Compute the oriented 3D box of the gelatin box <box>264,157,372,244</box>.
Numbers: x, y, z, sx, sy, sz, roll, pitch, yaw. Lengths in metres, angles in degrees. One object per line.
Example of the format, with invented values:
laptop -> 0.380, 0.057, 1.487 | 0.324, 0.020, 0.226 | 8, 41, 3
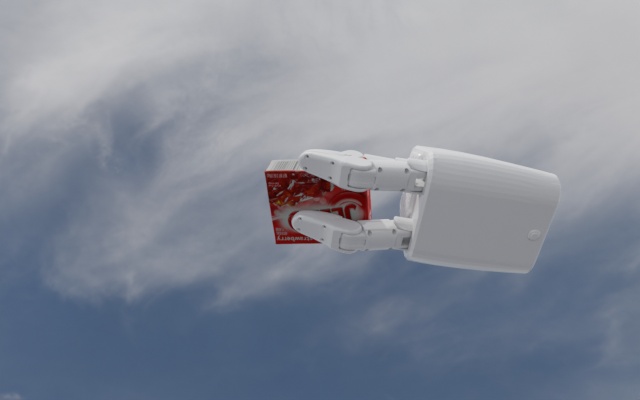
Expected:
gelatin box -> 0.000, 0.001, 0.423 | 0.089, 0.073, 0.030 | -1, 26, 11
